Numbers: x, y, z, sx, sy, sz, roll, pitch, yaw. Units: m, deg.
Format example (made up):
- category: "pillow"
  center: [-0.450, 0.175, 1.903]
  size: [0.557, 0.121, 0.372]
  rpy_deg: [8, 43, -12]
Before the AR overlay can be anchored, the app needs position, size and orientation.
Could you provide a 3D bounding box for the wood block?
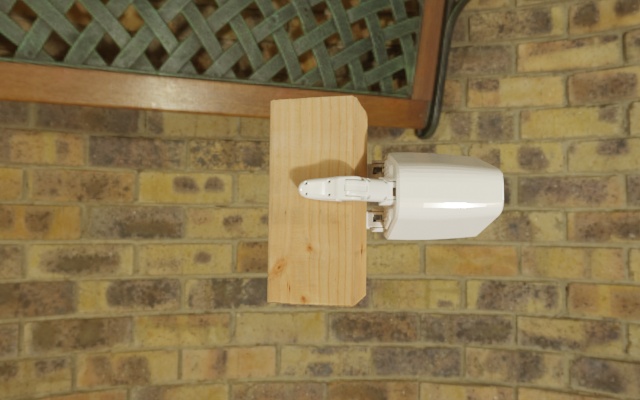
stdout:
- category: "wood block"
  center: [0.000, 0.002, 0.513]
  size: [0.090, 0.206, 0.091]
  rpy_deg: [0, -3, 14]
